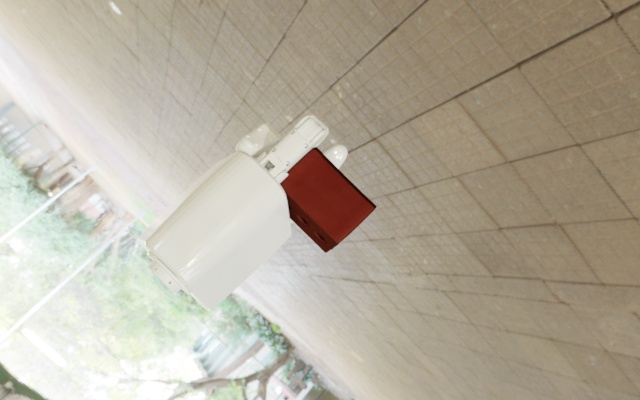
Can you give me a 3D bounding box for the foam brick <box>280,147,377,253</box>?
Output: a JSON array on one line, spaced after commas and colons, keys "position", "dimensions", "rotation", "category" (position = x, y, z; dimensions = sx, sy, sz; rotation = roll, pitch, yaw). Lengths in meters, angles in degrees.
[{"position": [0.000, 0.002, 0.435], "dimensions": [0.051, 0.078, 0.053], "rotation": [-45, -1, -20], "category": "foam brick"}]
